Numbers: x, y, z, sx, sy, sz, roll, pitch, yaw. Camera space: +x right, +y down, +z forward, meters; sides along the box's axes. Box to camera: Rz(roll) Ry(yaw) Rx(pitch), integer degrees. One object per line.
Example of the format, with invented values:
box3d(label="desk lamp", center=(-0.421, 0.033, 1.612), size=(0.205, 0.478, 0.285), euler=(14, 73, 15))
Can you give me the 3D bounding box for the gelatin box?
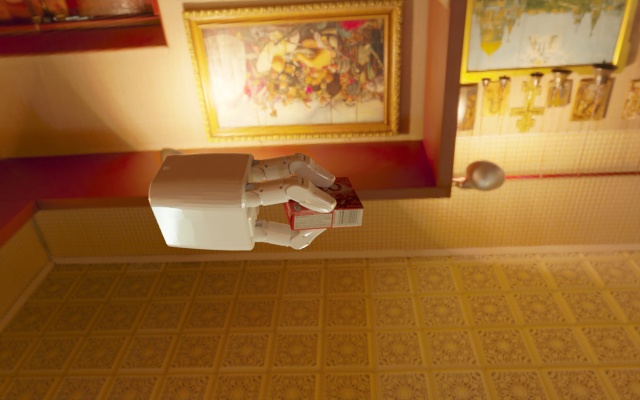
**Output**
box3d(label="gelatin box", center=(0.000, 0.002, 0.581), size=(0.089, 0.030, 0.073), euler=(-3, 33, -14))
